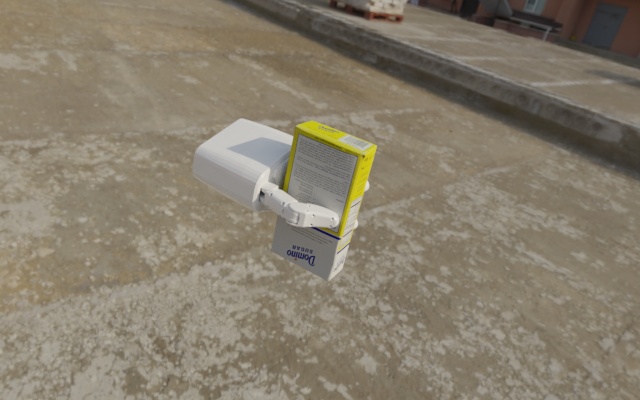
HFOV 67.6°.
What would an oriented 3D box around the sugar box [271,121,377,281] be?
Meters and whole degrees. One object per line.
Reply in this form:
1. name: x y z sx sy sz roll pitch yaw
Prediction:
1. sugar box: 0.000 0.002 0.587 0.093 0.176 0.048 25 31 21
